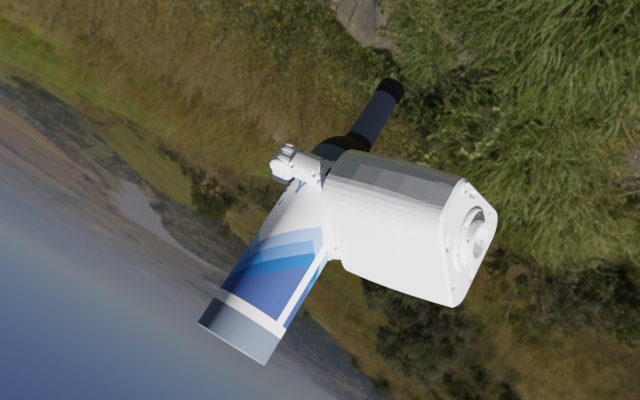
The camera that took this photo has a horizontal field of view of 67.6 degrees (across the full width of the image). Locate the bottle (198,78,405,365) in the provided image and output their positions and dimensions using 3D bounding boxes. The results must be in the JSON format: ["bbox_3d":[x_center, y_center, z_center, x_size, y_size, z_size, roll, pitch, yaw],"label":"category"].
[{"bbox_3d":[0.000,0.002,0.443,0.069,0.295,0.069,29,-19,11],"label":"bottle"}]
